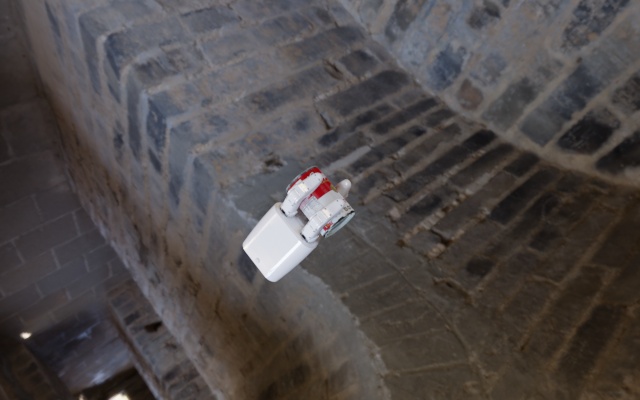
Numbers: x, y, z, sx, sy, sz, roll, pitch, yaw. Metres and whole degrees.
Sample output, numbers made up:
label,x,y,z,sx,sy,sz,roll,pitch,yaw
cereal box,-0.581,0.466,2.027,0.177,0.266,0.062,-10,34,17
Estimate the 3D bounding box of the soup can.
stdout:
label,x,y,z,sx,sy,sz,roll,pitch,yaw
soup can,0.001,0.002,0.792,0.068,0.102,0.068,-38,-12,-9
